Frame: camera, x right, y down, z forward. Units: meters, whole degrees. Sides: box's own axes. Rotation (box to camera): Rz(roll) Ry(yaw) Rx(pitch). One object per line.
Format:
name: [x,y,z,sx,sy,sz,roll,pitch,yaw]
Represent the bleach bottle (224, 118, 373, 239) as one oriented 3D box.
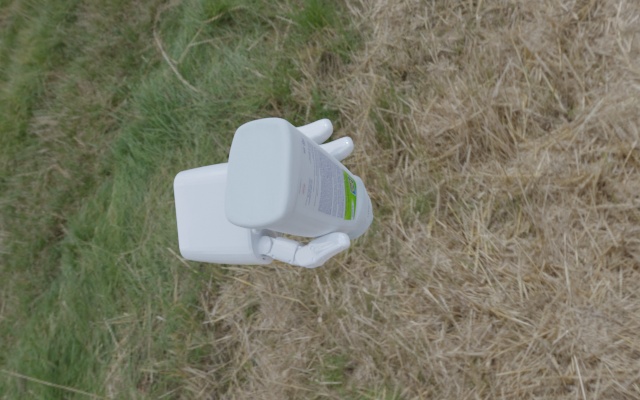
bleach bottle: [0.000,0.002,0.517,0.068,0.102,0.251,-4,-15,26]
